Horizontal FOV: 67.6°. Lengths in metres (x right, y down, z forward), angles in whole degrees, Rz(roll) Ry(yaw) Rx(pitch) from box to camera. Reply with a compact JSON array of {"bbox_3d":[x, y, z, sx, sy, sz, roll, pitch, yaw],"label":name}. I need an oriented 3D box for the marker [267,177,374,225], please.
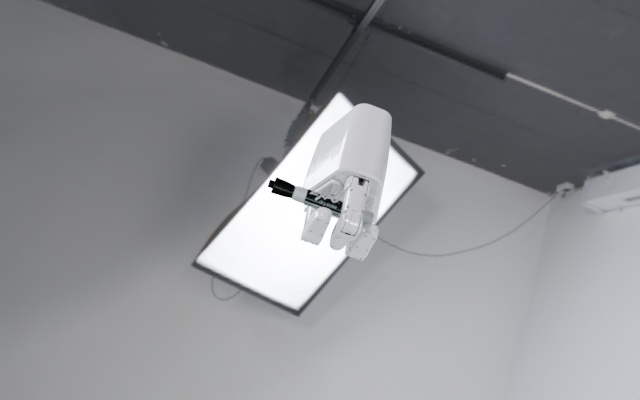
[{"bbox_3d":[0.000,0.002,0.523,0.121,0.020,0.020,20,-3,-9],"label":"marker"}]
